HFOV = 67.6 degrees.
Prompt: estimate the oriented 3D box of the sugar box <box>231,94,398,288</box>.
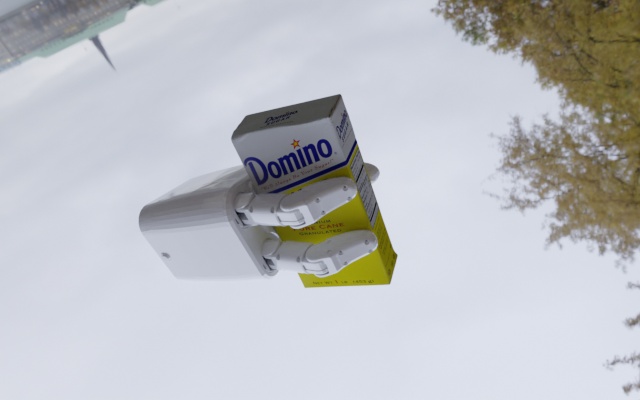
[{"bbox_3d":[0.000,0.002,0.423,0.093,0.176,0.048,-8,36,25],"label":"sugar box"}]
